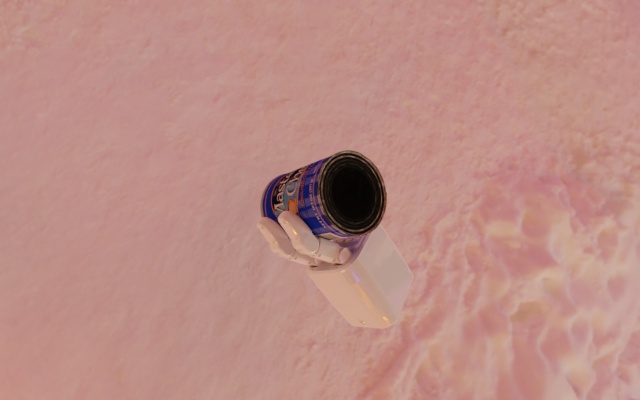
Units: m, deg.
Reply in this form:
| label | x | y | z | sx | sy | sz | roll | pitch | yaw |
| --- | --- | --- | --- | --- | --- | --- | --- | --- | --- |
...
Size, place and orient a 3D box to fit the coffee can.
| label | x | y | z | sx | sy | sz | roll | pitch | yaw |
| --- | --- | --- | --- | --- | --- | --- | --- | --- | --- |
| coffee can | 0.000 | 0.002 | 0.612 | 0.103 | 0.103 | 0.140 | 0 | -9 | -35 |
